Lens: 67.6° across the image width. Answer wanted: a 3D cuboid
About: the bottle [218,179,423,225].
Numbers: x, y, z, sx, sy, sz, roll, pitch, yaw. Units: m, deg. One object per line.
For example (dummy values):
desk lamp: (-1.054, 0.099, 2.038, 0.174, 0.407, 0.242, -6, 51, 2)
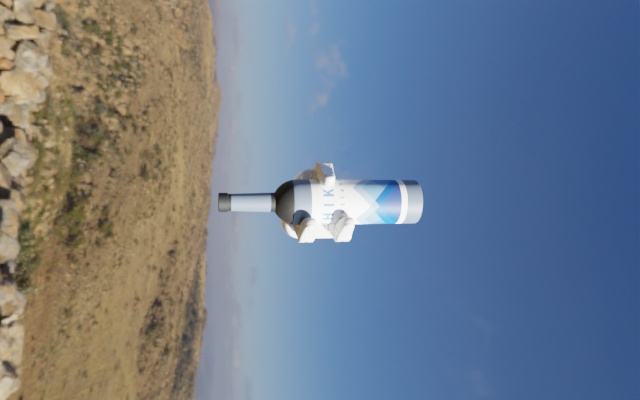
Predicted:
bottle: (0.000, 0.002, 0.703, 0.296, 0.069, 0.069, 0, 0, -12)
